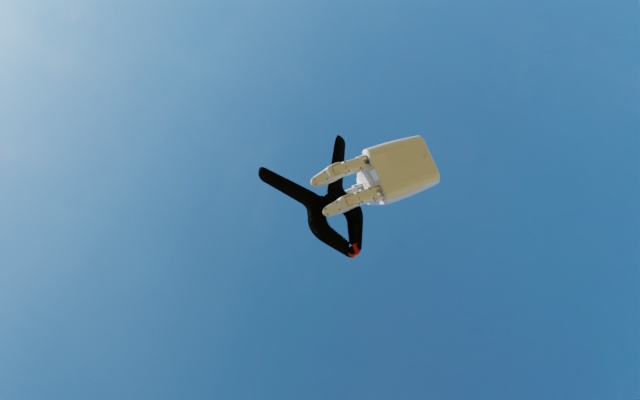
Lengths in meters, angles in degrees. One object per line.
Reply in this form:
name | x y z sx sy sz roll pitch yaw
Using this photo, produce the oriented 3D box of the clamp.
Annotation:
clamp | 0.000 0.003 0.799 0.164 0.210 0.036 -18 -14 -16
